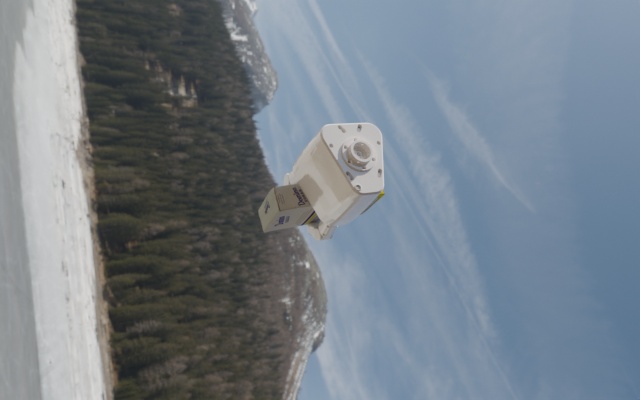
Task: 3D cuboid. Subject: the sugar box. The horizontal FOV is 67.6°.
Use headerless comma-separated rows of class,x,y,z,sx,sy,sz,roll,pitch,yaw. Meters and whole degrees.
sugar box,0.000,0.002,0.742,0.176,0.048,0.093,-6,-21,-25
